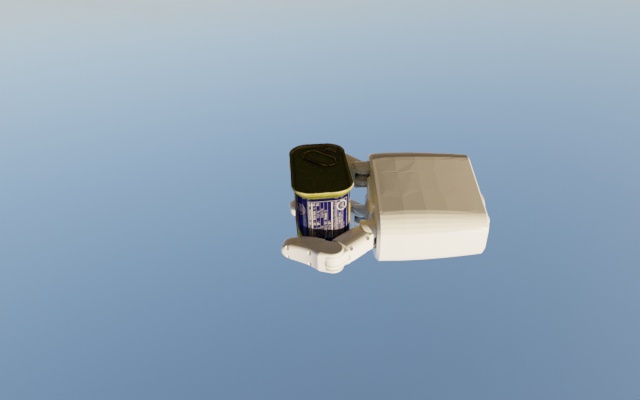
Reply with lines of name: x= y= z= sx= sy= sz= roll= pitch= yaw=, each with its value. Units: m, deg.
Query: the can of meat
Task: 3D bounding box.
can of meat: x=0.000 y=0.002 z=0.485 sx=0.057 sy=0.084 sz=0.102 roll=-4 pitch=32 yaw=-3
